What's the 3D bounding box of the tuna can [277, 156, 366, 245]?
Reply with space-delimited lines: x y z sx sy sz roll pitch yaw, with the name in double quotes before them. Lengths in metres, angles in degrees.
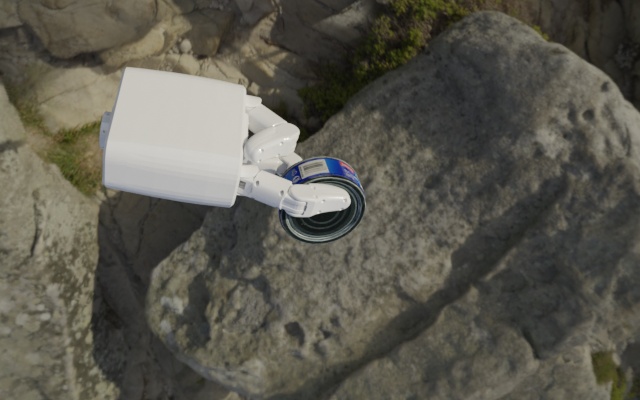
"tuna can" 0.000 0.002 0.461 0.086 0.086 0.033 0 38 -14
